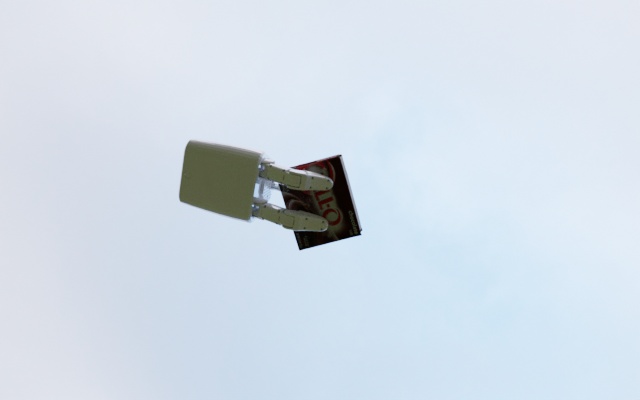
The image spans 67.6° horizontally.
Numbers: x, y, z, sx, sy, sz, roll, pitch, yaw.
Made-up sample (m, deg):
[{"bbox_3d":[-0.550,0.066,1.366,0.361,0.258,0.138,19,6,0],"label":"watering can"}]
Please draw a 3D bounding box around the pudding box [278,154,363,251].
[{"bbox_3d":[0.000,0.002,0.648,0.090,0.113,0.039,-15,10,12],"label":"pudding box"}]
